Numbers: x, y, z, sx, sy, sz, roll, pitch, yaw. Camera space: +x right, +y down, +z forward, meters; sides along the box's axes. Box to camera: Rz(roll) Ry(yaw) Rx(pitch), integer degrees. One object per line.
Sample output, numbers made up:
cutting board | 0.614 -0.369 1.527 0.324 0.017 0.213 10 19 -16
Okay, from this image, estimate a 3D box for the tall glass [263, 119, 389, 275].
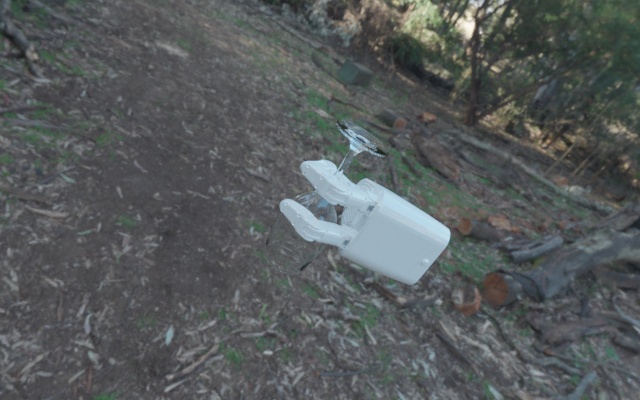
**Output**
tall glass | 0.000 0.001 0.604 0.079 0.201 0.079 28 24 -13
